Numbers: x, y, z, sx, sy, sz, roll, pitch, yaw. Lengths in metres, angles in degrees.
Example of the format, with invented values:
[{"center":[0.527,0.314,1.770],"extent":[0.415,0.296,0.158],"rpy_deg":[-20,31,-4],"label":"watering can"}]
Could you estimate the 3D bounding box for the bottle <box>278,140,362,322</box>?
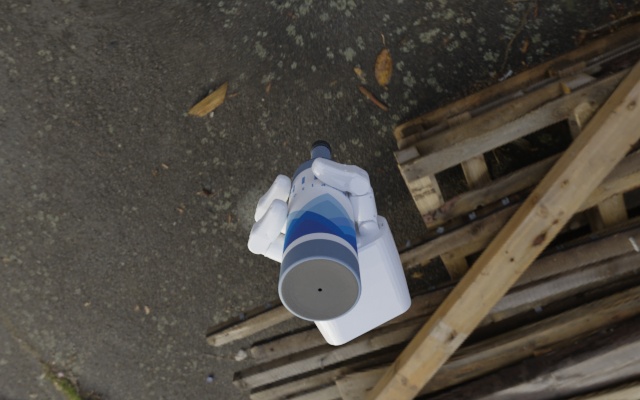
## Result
[{"center":[0.000,0.002,0.508],"extent":[0.069,0.069,0.295],"rpy_deg":[0,28,0],"label":"bottle"}]
